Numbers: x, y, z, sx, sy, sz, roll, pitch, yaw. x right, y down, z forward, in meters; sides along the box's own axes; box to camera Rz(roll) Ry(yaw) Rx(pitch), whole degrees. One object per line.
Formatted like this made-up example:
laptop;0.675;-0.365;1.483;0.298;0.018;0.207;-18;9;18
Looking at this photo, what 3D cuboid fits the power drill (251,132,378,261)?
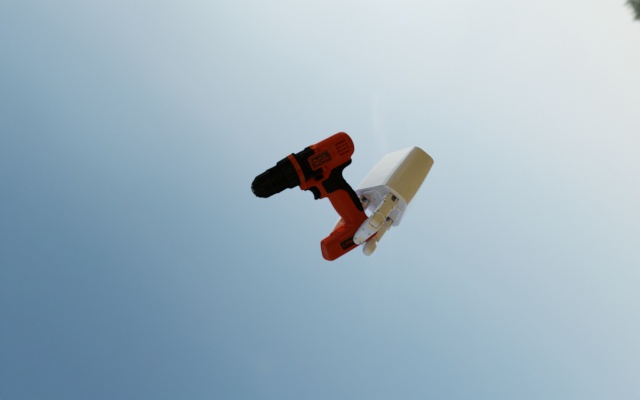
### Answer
power drill;0.001;0.003;0.790;0.184;0.188;0.057;-28;16;-10
